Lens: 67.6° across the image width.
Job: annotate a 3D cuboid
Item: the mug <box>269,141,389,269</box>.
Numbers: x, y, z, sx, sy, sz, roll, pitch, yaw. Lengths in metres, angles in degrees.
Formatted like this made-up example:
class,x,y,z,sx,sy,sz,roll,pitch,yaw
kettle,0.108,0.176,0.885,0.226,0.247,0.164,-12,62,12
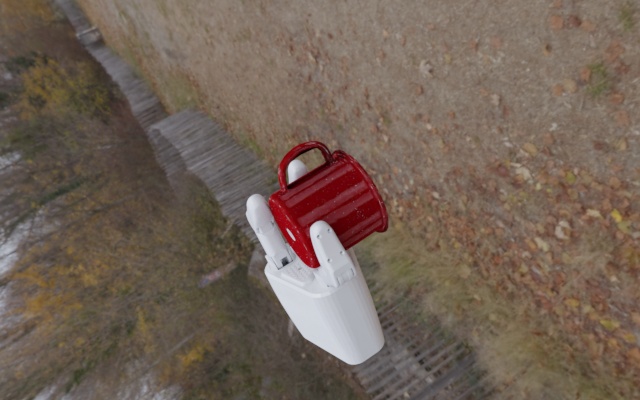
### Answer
class,x,y,z,sx,sy,sz,roll,pitch,yaw
mug,-0.001,0.000,0.449,0.081,0.117,0.093,-31,27,-15
